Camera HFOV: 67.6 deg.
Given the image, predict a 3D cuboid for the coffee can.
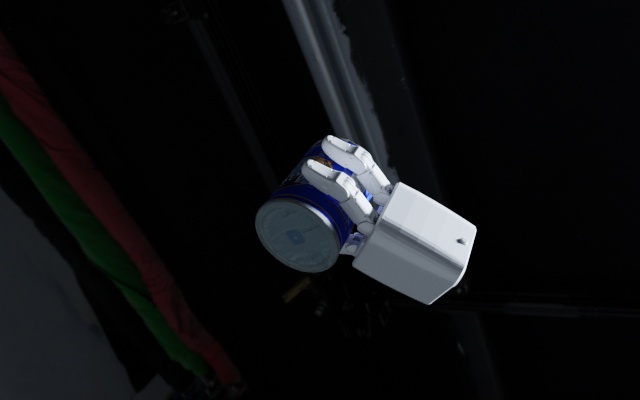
[{"bbox_3d":[0.000,0.002,0.577,0.103,0.103,0.140,0,35,30],"label":"coffee can"}]
